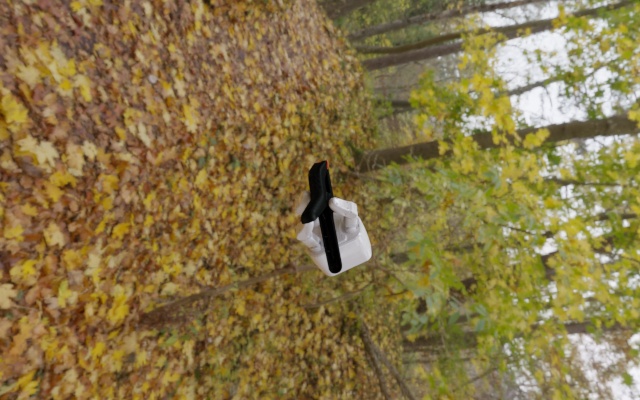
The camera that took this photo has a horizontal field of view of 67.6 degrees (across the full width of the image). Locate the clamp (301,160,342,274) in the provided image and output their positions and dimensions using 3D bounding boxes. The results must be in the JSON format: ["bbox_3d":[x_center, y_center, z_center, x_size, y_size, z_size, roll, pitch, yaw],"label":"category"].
[{"bbox_3d":[0.001,0.002,0.838,0.036,0.209,0.165,-12,-35,12],"label":"clamp"}]
